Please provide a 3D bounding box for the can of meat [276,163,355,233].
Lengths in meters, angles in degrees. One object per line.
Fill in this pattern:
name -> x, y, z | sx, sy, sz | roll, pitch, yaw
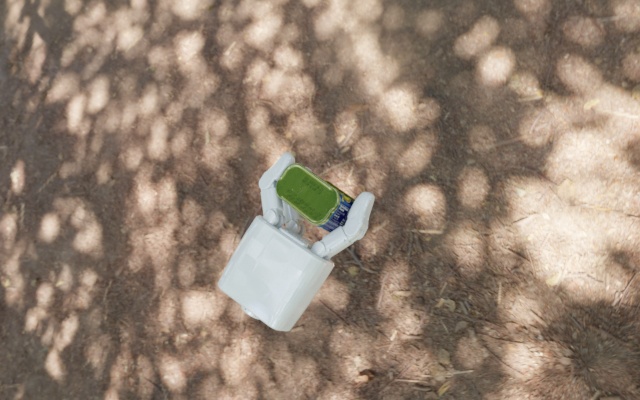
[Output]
can of meat -> 0.000, 0.002, 0.625 | 0.102, 0.057, 0.084 | 36, 3, 33
